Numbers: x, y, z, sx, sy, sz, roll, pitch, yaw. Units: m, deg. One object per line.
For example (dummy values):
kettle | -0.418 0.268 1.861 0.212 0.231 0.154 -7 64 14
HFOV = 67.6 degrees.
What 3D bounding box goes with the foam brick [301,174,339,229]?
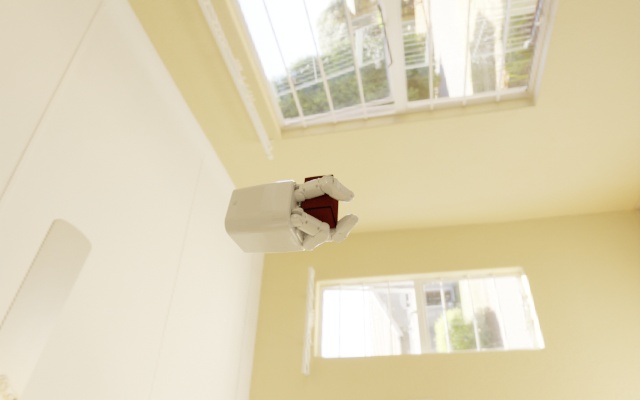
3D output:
foam brick | 0.000 0.002 0.787 0.051 0.053 0.078 -6 43 11
